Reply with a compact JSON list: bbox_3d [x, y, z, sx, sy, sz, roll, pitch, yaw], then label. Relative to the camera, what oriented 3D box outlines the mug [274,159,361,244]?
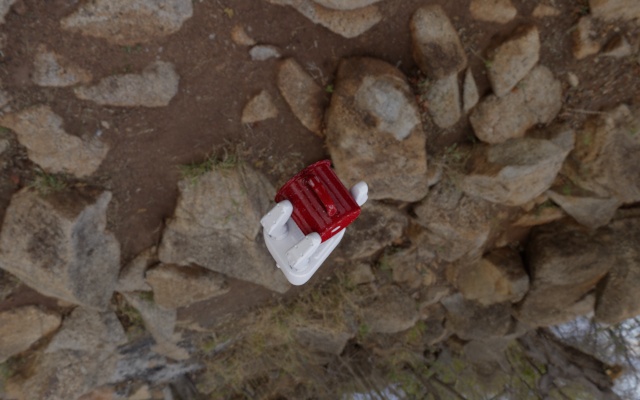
[{"bbox_3d":[0.000,0.002,0.622,0.093,0.081,0.117,-34,-12,-12],"label":"mug"}]
